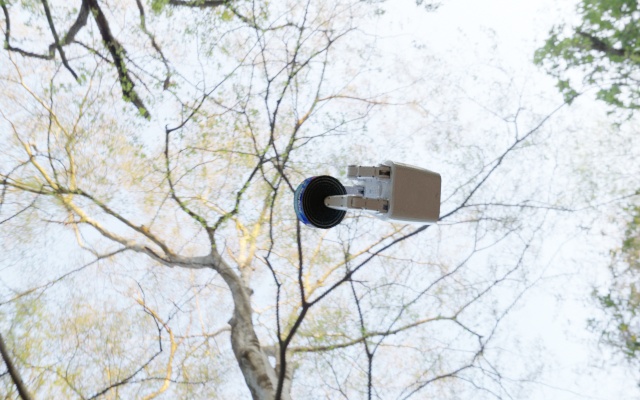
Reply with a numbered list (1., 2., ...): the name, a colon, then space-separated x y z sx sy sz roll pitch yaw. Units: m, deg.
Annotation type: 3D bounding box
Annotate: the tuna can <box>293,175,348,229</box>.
1. tuna can: 0.000 0.002 0.761 0.086 0.086 0.034 0 0 -31
